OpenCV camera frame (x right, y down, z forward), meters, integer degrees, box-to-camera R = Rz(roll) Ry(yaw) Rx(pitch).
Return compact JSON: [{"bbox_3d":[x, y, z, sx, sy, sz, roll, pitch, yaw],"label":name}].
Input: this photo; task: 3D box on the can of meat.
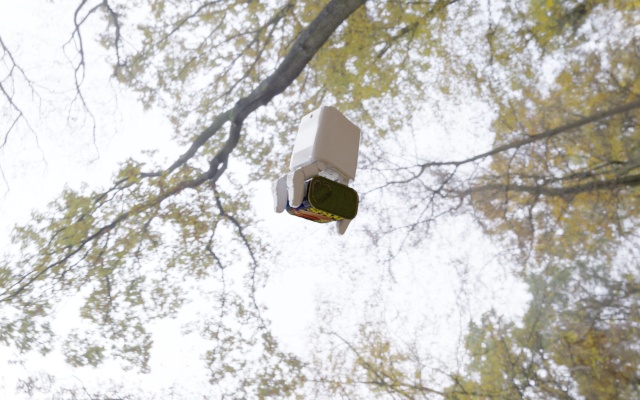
[{"bbox_3d":[0.000,0.003,0.817,0.102,0.057,0.084,19,-20,-32],"label":"can of meat"}]
